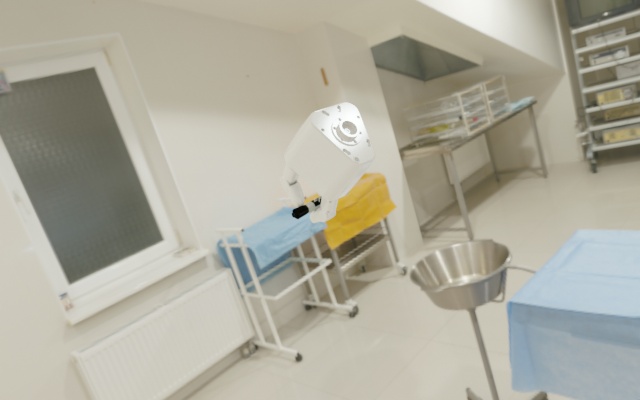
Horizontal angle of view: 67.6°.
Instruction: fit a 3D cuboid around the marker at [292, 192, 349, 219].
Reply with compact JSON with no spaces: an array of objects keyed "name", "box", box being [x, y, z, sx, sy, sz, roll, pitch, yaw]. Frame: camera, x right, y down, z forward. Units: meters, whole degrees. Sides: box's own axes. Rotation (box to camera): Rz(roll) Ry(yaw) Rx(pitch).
[{"name":"marker","box":[0.000,0.003,0.821,0.121,0.020,0.020,-26,15,-34]}]
